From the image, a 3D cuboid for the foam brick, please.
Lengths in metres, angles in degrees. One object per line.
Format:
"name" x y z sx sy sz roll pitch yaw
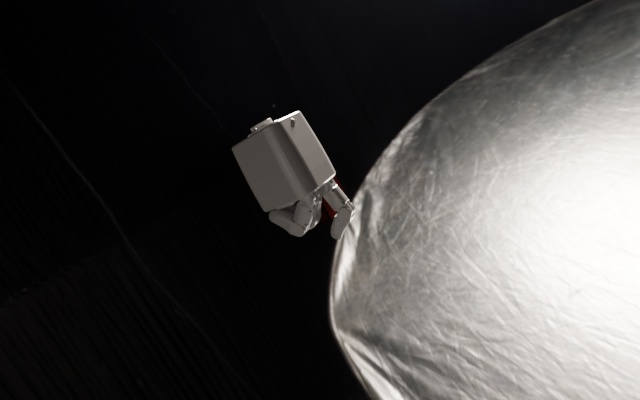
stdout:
"foam brick" 0.000 0.002 0.733 0.053 0.051 0.078 -26 8 31
